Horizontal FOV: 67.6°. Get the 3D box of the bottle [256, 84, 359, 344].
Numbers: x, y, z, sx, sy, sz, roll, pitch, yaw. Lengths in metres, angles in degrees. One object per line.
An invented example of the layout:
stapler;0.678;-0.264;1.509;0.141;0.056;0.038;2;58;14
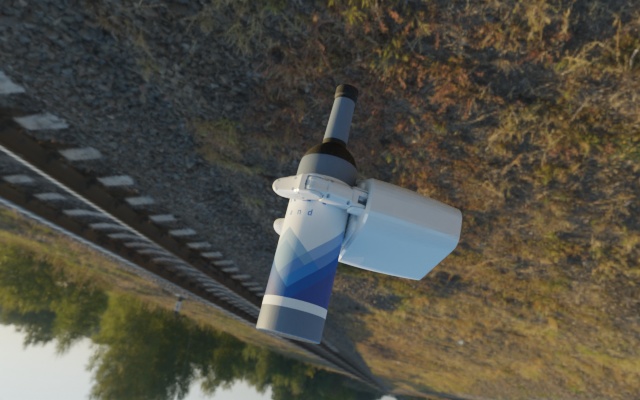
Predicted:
bottle;0.000;0.002;0.529;0.069;0.295;0.069;12;-19;4
